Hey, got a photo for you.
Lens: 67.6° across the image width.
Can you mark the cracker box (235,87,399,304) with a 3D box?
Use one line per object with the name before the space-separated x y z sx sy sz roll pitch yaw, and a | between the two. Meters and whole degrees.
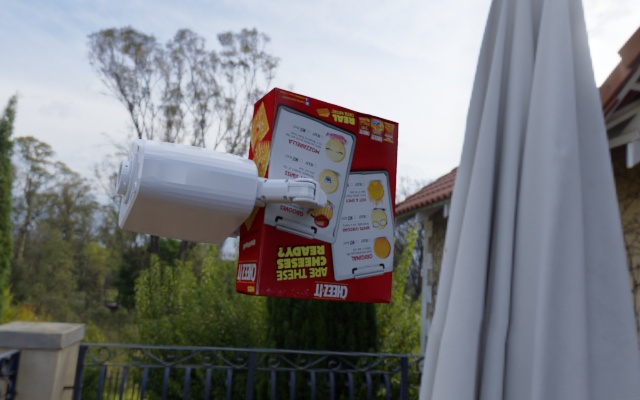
cracker box | 0.000 0.002 0.535 0.164 0.213 0.072 10 -11 -28
